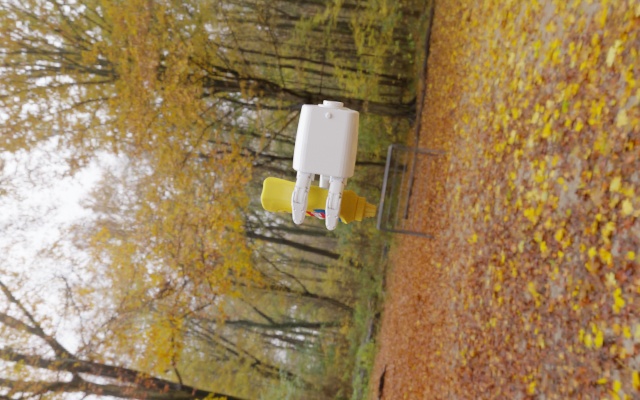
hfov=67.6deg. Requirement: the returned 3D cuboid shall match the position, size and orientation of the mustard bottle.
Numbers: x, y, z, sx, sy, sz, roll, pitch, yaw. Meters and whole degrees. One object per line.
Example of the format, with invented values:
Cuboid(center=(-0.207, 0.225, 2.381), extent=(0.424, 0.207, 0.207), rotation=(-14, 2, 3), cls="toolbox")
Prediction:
Cuboid(center=(0.000, 0.003, 0.821), extent=(0.191, 0.058, 0.096), rotation=(9, -11, 6), cls="mustard bottle")
